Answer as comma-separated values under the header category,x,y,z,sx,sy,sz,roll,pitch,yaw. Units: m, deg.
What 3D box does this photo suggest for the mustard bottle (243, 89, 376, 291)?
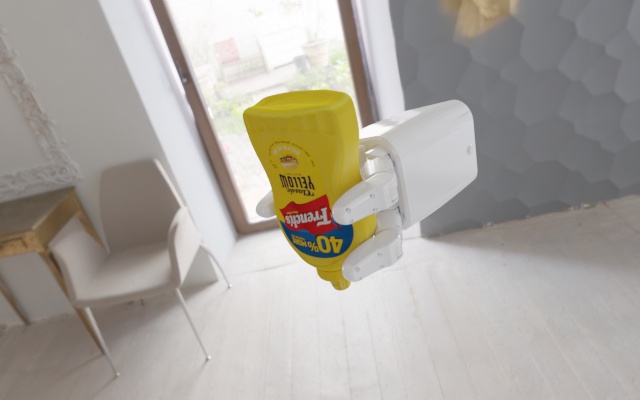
category,x,y,z,sx,sy,sz,roll,pitch,yaw
mustard bottle,0.000,0.001,0.425,0.096,0.192,0.058,5,34,32
